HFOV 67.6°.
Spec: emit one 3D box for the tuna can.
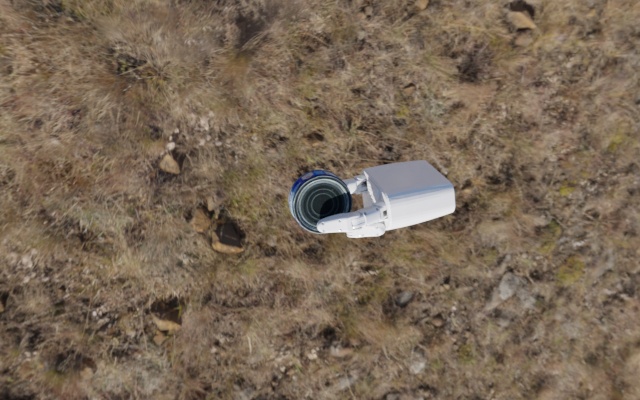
[{"bbox_3d":[0.000,0.002,0.663,0.086,0.086,0.033,0,15,-13],"label":"tuna can"}]
